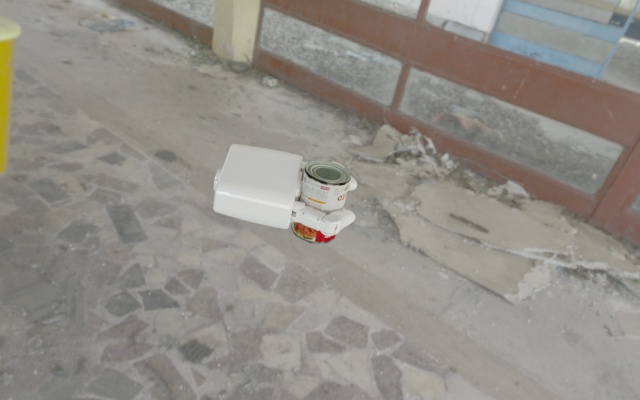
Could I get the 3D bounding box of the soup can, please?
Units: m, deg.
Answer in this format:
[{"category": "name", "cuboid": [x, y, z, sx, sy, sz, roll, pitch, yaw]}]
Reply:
[{"category": "soup can", "cuboid": [0.001, 0.002, 0.684, 0.068, 0.102, 0.068, 10, 30, -6]}]
